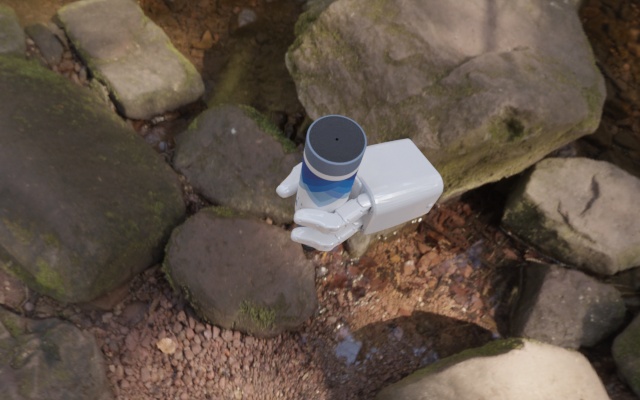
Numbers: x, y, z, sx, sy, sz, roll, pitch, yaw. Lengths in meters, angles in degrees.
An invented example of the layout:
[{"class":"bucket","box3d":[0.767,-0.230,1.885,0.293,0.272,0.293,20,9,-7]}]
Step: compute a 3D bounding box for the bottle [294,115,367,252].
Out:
[{"class":"bottle","box3d":[0.000,0.002,0.646,0.069,0.069,0.296,0,-28,-8]}]
